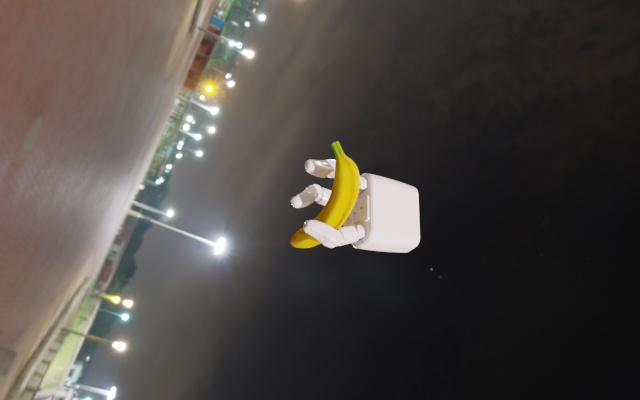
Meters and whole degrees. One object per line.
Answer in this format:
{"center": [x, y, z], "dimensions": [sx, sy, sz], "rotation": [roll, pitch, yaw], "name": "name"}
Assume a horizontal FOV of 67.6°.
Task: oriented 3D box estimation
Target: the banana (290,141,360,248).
{"center": [0.012, 0.011, 0.713], "dimensions": [0.037, 0.198, 0.069], "rotation": [-7, 43, -43], "name": "banana"}
